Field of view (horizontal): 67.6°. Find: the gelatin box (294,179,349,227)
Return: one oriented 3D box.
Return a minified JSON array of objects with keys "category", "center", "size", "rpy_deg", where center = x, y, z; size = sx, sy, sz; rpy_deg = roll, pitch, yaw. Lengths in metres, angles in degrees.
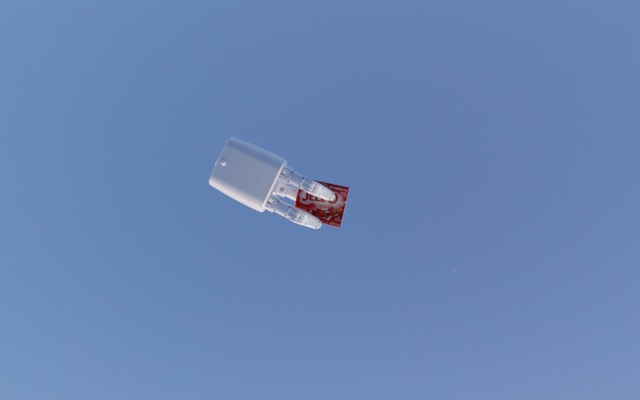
[{"category":"gelatin box","center":[0.000,0.003,0.846],"size":[0.089,0.073,0.030],"rpy_deg":[13,2,-2]}]
